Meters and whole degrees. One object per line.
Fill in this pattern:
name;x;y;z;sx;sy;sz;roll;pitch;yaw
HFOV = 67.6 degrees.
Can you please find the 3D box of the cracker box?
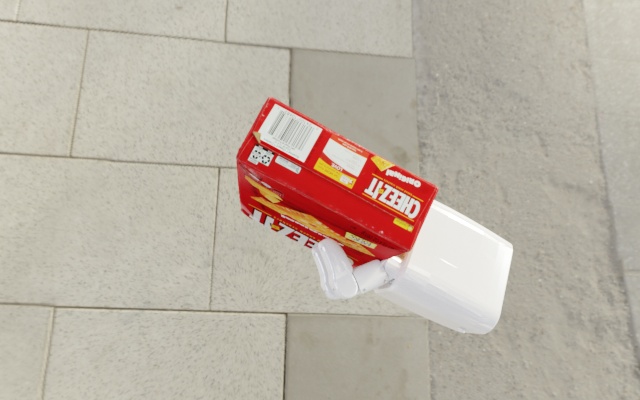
cracker box;0.000;0.001;0.489;0.164;0.072;0.214;28;-15;-1
